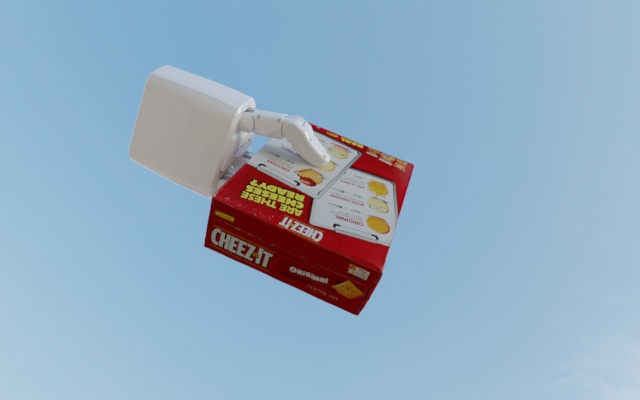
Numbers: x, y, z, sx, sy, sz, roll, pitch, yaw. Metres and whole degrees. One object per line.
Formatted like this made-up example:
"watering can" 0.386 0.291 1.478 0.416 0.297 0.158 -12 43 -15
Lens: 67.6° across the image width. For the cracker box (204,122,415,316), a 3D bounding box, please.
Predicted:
"cracker box" 0.000 0.001 0.512 0.164 0.072 0.213 23 35 5
